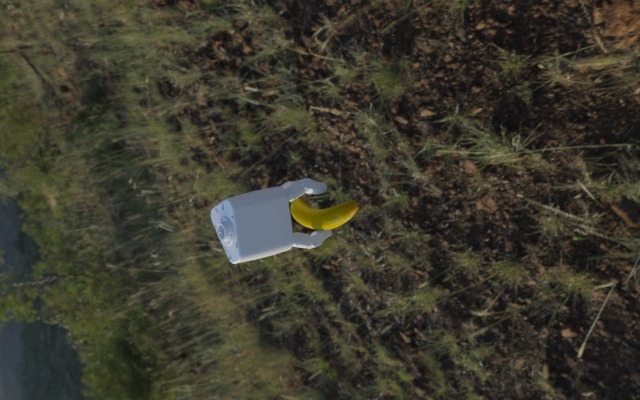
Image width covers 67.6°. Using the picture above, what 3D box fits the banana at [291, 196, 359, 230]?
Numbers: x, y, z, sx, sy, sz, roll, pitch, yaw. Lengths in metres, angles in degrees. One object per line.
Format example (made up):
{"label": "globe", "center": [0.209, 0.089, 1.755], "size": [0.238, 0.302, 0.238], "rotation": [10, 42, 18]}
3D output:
{"label": "banana", "center": [-0.003, 0.021, 0.883], "size": [0.037, 0.069, 0.198], "rotation": [-3, 11, -38]}
